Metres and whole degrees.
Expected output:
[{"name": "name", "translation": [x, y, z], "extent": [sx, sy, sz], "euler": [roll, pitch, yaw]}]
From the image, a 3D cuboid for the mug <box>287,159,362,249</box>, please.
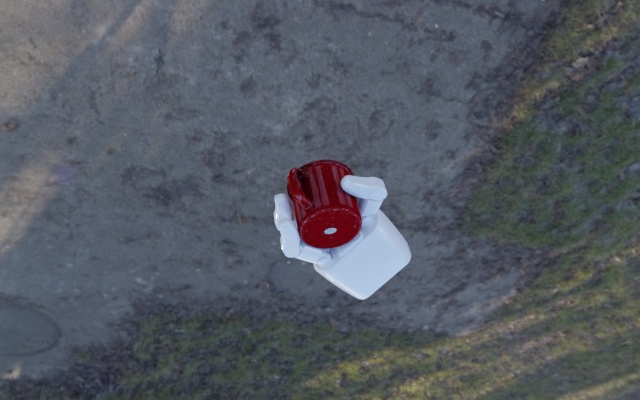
[{"name": "mug", "translation": [-0.001, 0.001, 0.608], "extent": [0.093, 0.081, 0.117], "euler": [-31, -46, 19]}]
